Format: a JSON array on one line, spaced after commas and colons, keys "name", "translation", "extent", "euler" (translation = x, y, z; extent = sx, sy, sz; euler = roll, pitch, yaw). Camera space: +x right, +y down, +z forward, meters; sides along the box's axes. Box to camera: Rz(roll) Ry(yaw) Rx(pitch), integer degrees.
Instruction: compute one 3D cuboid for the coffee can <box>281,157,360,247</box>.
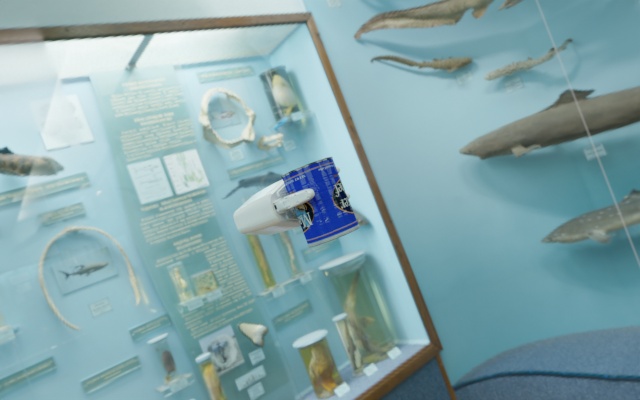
[{"name": "coffee can", "translation": [0.000, 0.003, 0.882], "extent": [0.103, 0.140, 0.103], "euler": [-21, 0, 0]}]
